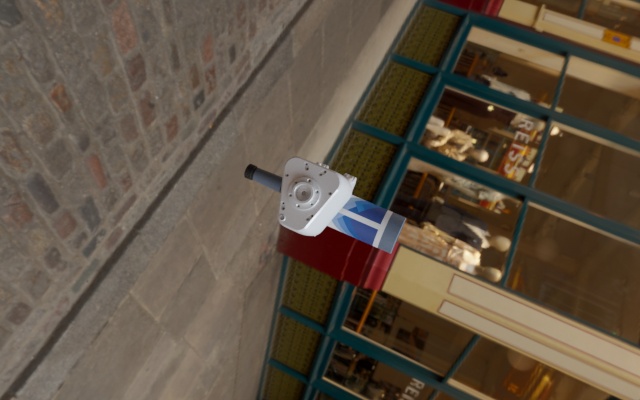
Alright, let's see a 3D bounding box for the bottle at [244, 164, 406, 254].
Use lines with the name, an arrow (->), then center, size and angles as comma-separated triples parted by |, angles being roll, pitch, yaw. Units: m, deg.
bottle -> 0.000, 0.003, 0.838 | 0.295, 0.069, 0.069 | 23, 5, 12
